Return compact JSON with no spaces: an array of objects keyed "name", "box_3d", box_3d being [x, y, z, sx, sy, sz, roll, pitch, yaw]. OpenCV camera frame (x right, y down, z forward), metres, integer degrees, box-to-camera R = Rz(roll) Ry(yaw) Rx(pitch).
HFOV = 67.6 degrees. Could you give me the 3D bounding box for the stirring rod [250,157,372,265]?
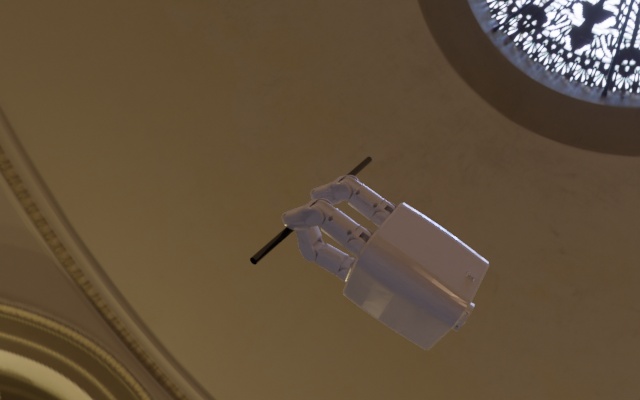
[{"name":"stirring rod","box_3d":[0.000,0.002,0.536,0.011,0.011,0.239,0,27,36]}]
